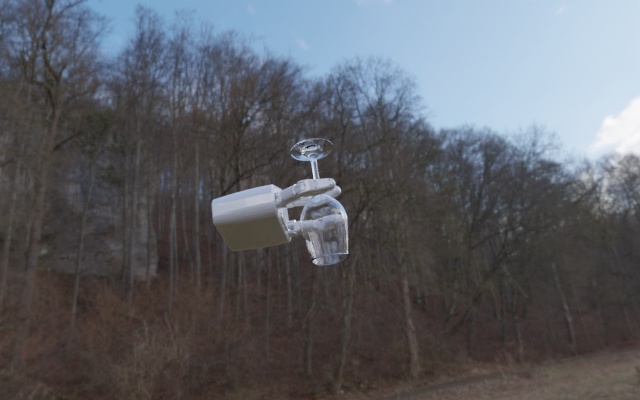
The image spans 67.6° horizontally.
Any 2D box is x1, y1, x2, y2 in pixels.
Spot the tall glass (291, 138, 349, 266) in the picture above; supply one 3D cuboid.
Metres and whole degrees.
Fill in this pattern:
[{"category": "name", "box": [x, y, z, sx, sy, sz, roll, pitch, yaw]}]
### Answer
[{"category": "tall glass", "box": [0.000, 0.002, 0.788, 0.079, 0.201, 0.079, -9, -22, -4]}]
